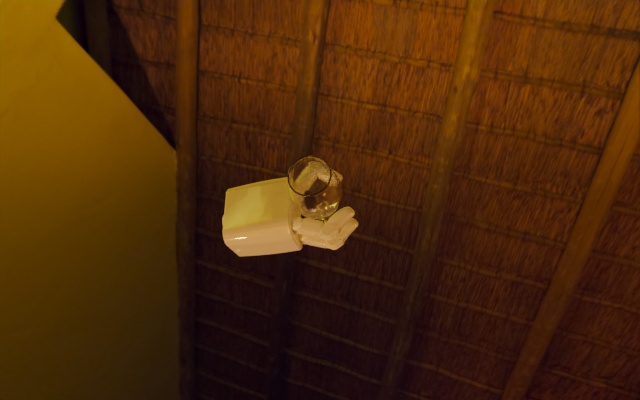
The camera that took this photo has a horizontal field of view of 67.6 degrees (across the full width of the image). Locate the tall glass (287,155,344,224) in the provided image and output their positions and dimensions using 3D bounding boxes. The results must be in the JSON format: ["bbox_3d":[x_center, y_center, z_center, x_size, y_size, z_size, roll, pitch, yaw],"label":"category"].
[{"bbox_3d":[0.000,0.003,0.746,0.079,0.079,0.201,0,-22,10],"label":"tall glass"}]
